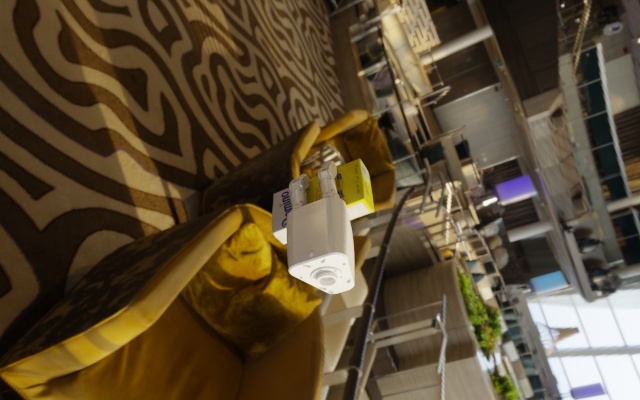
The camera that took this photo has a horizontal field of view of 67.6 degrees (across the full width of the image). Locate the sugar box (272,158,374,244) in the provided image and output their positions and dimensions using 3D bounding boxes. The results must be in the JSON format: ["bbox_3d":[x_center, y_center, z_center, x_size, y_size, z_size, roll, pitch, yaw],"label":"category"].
[{"bbox_3d":[0.000,0.002,0.813,0.176,0.093,0.048,-20,-44,20],"label":"sugar box"}]
